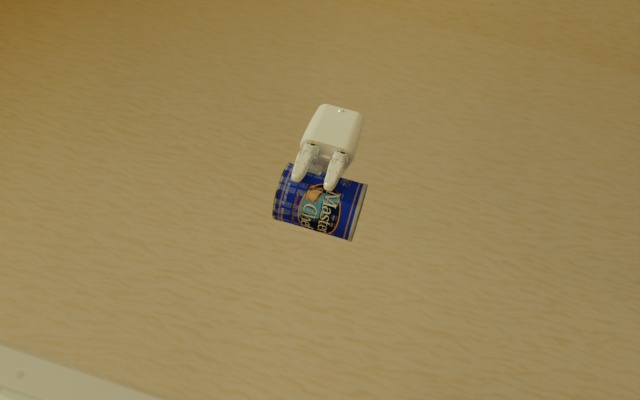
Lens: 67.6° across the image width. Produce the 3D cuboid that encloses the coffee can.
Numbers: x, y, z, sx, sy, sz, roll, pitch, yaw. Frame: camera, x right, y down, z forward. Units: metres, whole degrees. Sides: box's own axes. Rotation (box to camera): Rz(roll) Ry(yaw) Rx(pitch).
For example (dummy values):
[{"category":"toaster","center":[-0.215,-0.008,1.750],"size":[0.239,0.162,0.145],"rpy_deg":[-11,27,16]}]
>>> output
[{"category":"coffee can","center":[0.000,0.003,0.818],"size":[0.140,0.103,0.103],"rpy_deg":[16,2,6]}]
